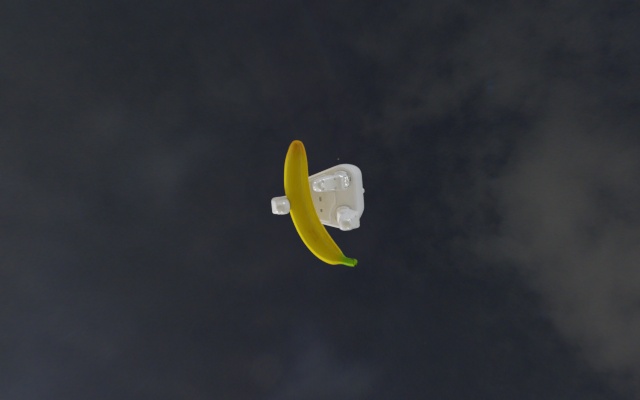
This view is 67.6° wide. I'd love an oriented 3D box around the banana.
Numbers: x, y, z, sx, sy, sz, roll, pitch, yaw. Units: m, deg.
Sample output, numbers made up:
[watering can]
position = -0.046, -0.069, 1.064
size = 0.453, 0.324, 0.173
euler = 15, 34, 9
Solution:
[banana]
position = -0.014, 0.013, 0.693
size = 0.069, 0.198, 0.037
euler = -27, -3, 25
